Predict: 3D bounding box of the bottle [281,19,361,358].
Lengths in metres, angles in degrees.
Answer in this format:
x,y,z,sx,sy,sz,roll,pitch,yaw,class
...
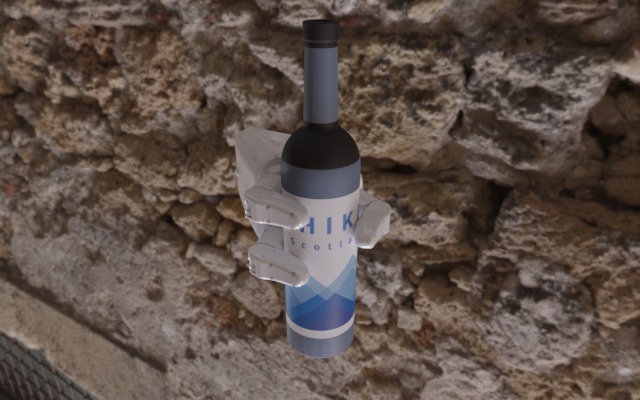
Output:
x,y,z,sx,sy,sz,roll,pitch,yaw,class
0.000,0.002,0.412,0.069,0.296,0.069,0,26,0,bottle
